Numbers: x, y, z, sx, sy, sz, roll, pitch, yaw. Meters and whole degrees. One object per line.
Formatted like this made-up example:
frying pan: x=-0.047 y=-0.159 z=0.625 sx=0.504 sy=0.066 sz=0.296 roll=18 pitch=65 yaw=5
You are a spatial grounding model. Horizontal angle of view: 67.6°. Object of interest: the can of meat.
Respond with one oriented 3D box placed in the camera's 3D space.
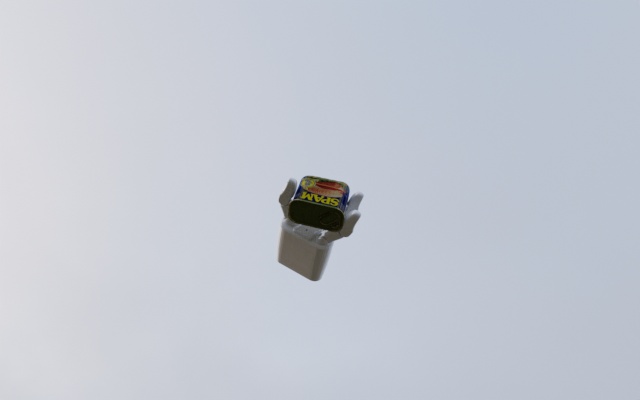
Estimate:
can of meat: x=0.000 y=0.003 z=0.881 sx=0.102 sy=0.057 sz=0.084 roll=13 pitch=40 yaw=5
